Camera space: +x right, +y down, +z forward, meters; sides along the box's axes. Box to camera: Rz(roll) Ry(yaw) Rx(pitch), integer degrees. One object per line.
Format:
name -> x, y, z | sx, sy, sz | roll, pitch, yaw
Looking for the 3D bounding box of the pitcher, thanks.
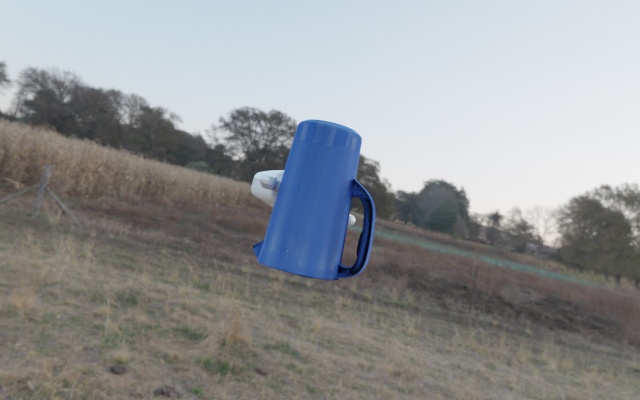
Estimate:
pitcher -> 0.000, 0.002, 0.764 | 0.149, 0.243, 0.145 | 15, -3, -27
